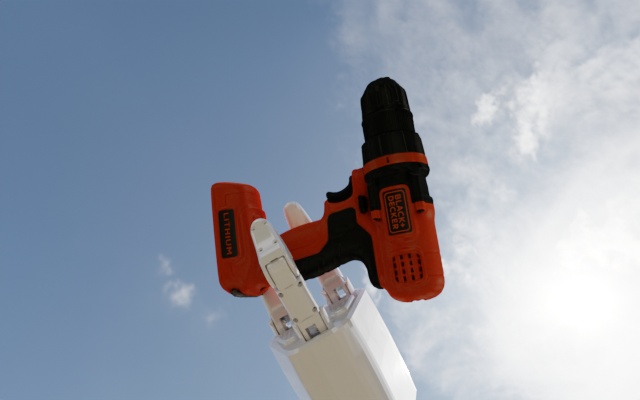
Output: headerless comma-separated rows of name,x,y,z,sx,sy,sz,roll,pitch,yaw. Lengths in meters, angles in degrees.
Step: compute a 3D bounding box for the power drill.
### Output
power drill,0.000,0.002,0.403,0.187,0.184,0.057,-13,-16,21
